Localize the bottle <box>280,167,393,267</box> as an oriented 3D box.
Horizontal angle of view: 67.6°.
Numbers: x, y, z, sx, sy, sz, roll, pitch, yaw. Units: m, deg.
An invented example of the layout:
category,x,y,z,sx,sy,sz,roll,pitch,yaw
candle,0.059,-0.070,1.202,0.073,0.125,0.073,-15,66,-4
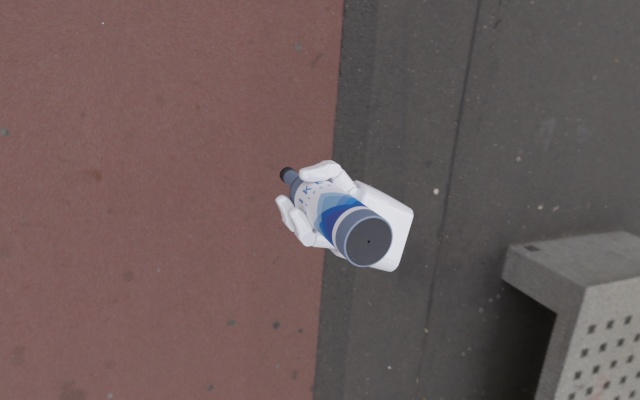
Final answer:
category,x,y,z,sx,sy,sz,roll,pitch,yaw
bottle,0.000,0.002,0.692,0.069,0.069,0.295,0,19,-24
